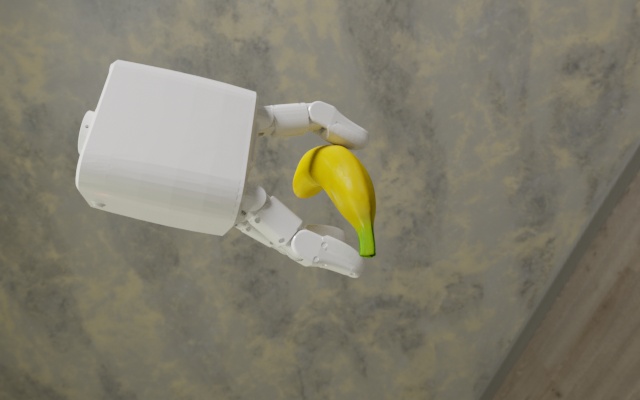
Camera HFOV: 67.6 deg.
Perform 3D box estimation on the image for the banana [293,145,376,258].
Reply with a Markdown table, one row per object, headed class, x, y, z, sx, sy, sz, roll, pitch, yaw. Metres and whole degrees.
| class | x | y | z | sx | sy | sz | roll | pitch | yaw |
| --- | --- | --- | --- | --- | --- | --- | --- | --- | --- |
| banana | 0.005 | -0.016 | 0.417 | 0.037 | 0.069 | 0.197 | 10 | 11 | -17 |
